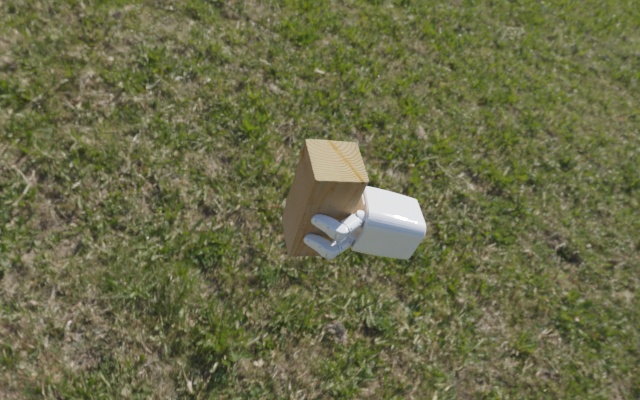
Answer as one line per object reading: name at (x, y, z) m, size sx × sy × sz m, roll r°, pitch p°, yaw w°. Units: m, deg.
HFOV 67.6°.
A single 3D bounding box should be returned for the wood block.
wood block at (0.000, 0.002, 0.816) m, size 0.090 × 0.090 × 0.206 m, roll 1°, pitch -40°, yaw -18°
